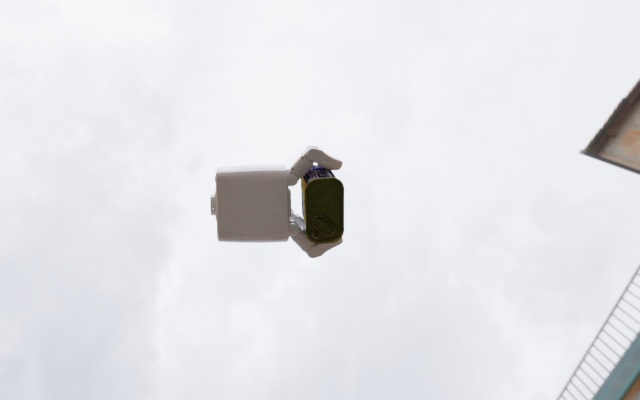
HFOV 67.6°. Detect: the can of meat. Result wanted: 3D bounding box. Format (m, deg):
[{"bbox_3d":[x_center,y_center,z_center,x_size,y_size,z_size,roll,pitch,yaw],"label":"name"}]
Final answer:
[{"bbox_3d":[0.000,0.002,0.728,0.057,0.102,0.084,-4,20,-8],"label":"can of meat"}]
